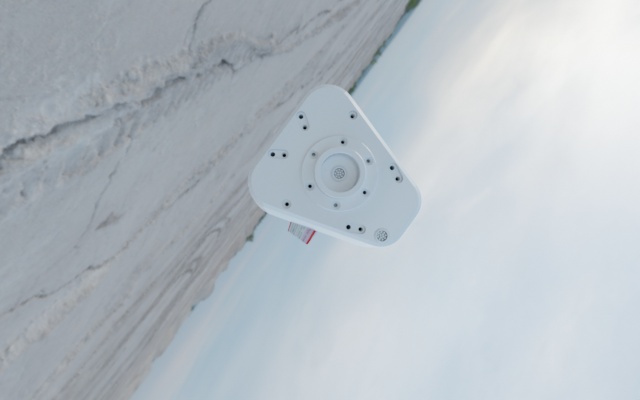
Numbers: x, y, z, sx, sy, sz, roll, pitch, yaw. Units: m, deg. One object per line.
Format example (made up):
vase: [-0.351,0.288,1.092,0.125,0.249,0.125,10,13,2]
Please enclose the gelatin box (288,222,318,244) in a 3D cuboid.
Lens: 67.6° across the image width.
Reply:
gelatin box: [0.000,0.002,0.484,0.030,0.073,0.089,35,-16,3]
